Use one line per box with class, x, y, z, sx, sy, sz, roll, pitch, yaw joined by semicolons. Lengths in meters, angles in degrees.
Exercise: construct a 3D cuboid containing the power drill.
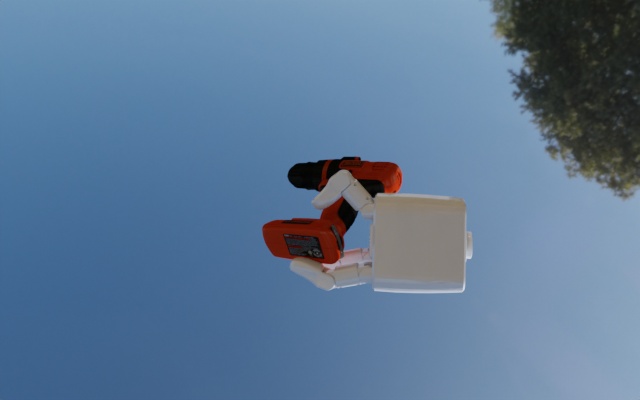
power drill;0.000;0.002;0.657;0.184;0.057;0.187;2;37;32
